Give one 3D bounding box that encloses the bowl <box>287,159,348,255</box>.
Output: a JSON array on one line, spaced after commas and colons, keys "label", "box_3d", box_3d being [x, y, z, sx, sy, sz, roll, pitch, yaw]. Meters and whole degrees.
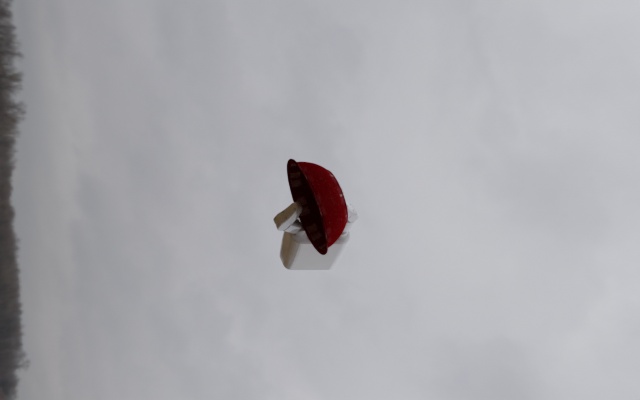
[{"label": "bowl", "box_3d": [0.001, 0.002, 0.760, 0.055, 0.162, 0.162, -20, 5, -14]}]
